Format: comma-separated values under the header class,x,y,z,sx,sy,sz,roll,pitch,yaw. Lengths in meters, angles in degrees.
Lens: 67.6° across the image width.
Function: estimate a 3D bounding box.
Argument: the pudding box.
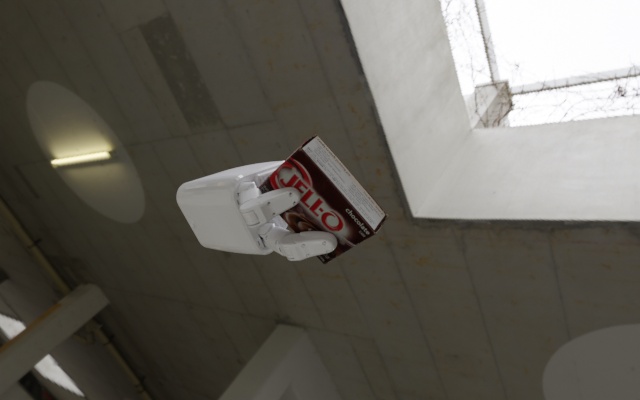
class,x,y,z,sx,sy,sz,roll,pitch,yaw
pudding box,0.000,0.002,0.492,0.090,0.113,0.039,-38,8,47
